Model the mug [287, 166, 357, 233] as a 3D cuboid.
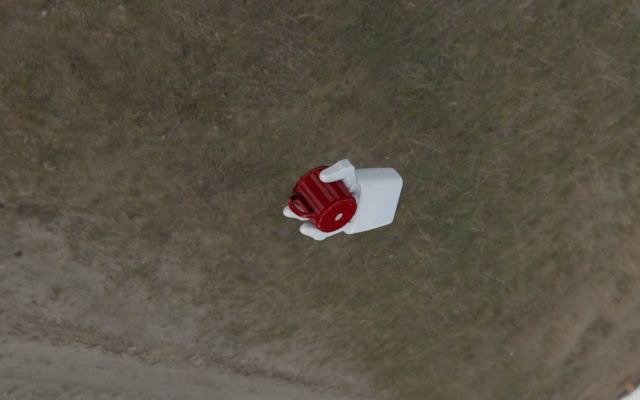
[{"bbox_3d":[-0.001,0.003,0.815,0.117,0.093,0.081,-10,47,-35],"label":"mug"}]
